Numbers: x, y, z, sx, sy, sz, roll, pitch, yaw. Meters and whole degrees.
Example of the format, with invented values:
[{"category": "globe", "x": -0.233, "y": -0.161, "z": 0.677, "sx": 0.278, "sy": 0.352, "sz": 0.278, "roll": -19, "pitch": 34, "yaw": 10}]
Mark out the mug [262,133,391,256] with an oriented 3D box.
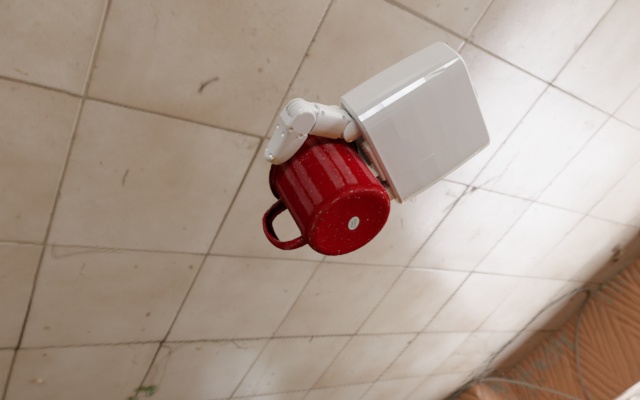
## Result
[{"category": "mug", "x": -0.001, "y": 0.002, "z": 0.430, "sx": 0.117, "sy": 0.081, "sz": 0.093, "roll": -33, "pitch": -42, "yaw": 0}]
